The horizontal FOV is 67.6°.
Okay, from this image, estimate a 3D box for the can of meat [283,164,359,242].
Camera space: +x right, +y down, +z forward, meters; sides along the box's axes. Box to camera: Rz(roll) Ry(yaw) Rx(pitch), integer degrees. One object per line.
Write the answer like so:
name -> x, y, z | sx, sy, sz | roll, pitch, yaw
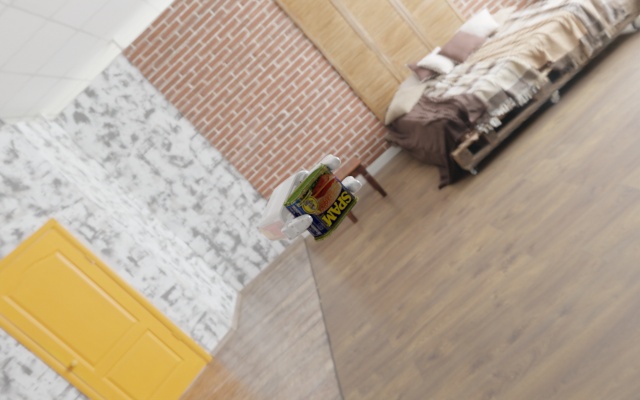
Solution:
can of meat -> 0.000, 0.002, 0.791 | 0.102, 0.084, 0.057 | -50, 14, -28
